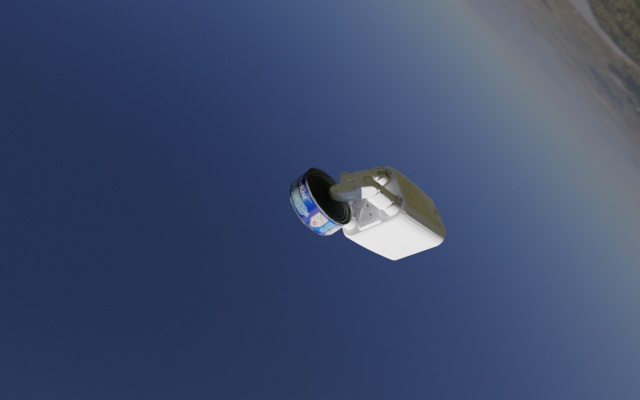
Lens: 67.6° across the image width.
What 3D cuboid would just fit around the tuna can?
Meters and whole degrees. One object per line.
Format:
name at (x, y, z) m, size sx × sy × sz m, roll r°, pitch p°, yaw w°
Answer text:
tuna can at (0.000, 0.002, 0.615) m, size 0.034 × 0.086 × 0.086 m, roll -35°, pitch -17°, yaw 25°
